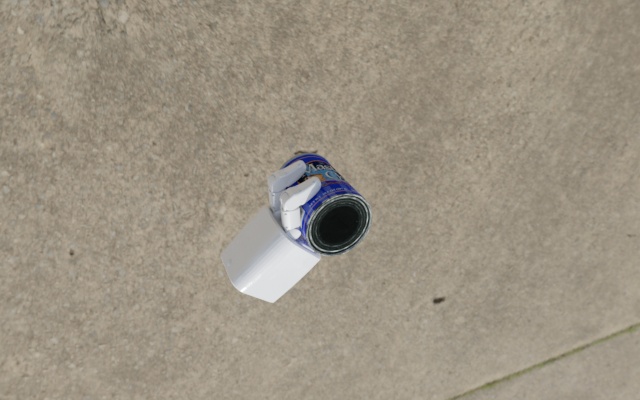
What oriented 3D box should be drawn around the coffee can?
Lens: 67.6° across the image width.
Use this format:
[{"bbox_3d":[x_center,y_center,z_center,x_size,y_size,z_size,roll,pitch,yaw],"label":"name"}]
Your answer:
[{"bbox_3d":[0.000,0.002,0.720,0.103,0.103,0.140,0,29,-27],"label":"coffee can"}]
